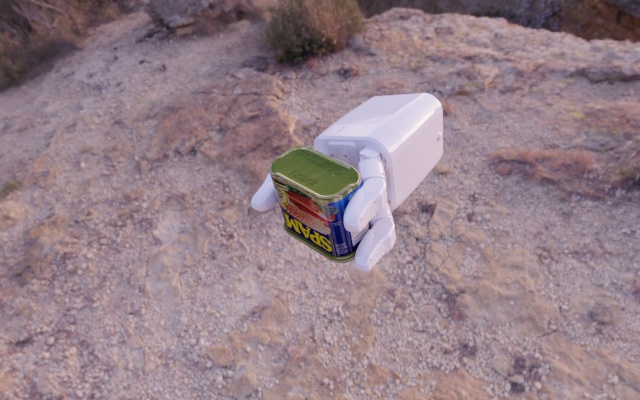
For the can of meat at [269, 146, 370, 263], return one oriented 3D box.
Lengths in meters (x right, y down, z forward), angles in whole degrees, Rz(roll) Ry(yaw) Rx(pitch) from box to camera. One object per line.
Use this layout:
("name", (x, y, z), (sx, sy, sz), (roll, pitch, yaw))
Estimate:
("can of meat", (0.000, 0.001, 0.479), (0.102, 0.084, 0.057), (28, 55, 38))
